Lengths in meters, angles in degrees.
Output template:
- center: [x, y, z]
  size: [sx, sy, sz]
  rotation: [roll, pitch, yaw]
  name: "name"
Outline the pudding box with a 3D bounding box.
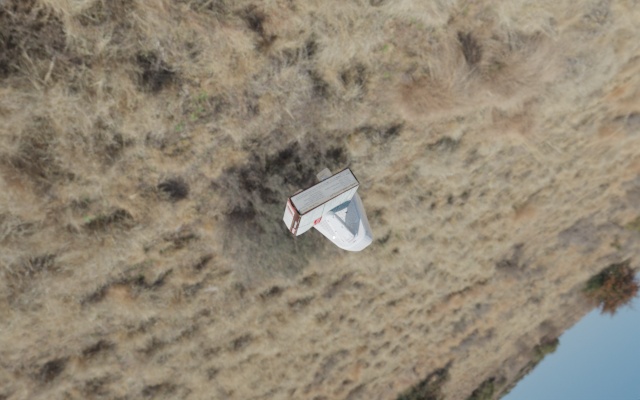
- center: [0.000, 0.003, 0.750]
  size: [0.113, 0.039, 0.090]
  rotation: [-30, -17, -20]
  name: "pudding box"
